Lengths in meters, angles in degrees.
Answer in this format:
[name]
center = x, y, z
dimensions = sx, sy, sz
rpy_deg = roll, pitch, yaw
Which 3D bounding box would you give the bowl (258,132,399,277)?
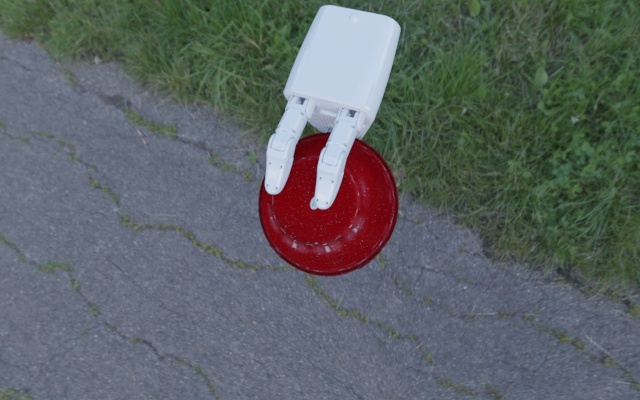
[bowl]
center = 0.000, 0.003, 0.509
dimensions = 0.162, 0.162, 0.055
rpy_deg = 0, -4, 14
